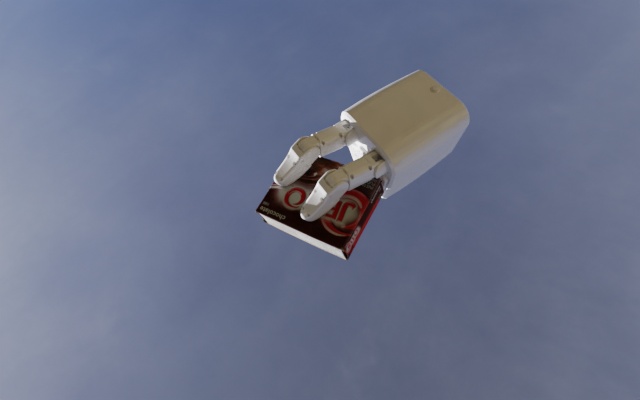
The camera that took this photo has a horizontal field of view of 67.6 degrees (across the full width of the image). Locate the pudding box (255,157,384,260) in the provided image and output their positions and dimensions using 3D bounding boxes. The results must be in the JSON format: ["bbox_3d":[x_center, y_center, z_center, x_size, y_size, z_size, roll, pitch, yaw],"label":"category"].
[{"bbox_3d":[0.000,0.002,0.524,0.113,0.090,0.039,21,-21,24],"label":"pudding box"}]
